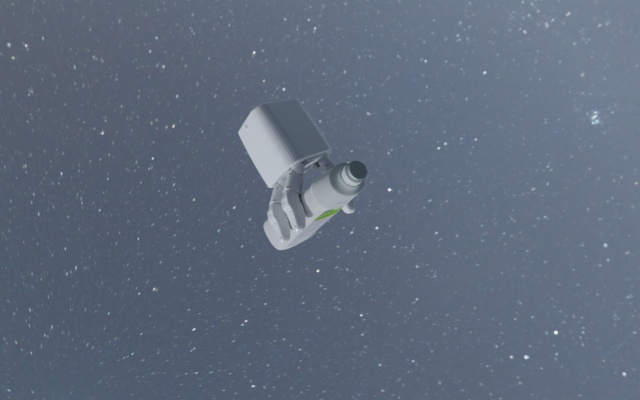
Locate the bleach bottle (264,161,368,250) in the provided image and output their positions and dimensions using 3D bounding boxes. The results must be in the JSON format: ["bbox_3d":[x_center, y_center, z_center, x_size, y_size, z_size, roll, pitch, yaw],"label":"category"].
[{"bbox_3d":[0.000,0.003,0.739,0.102,0.068,0.251,-28,-7,-35],"label":"bleach bottle"}]
